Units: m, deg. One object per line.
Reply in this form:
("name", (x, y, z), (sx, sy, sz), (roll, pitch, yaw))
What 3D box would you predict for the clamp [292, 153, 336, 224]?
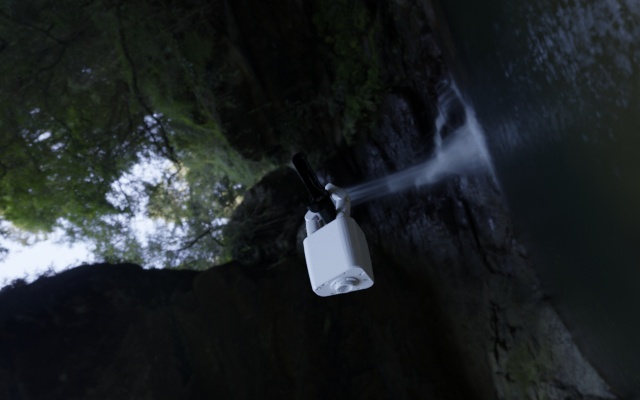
("clamp", (0.000, 0.003, 0.864), (0.039, 0.120, 0.172), (-21, -39, 14))
